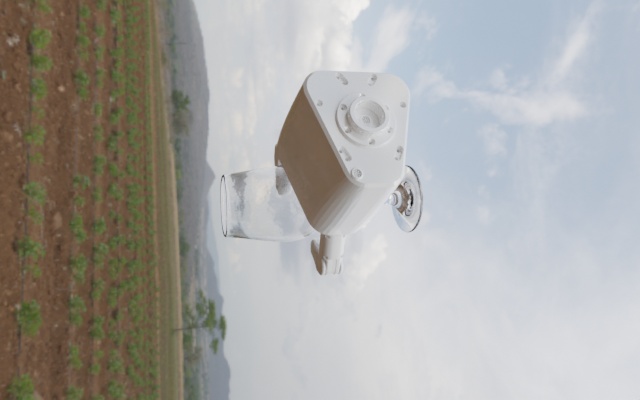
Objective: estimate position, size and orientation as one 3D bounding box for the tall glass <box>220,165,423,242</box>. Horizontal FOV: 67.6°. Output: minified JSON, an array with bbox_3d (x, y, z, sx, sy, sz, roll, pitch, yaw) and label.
[{"bbox_3d":[0.001,0.002,0.497,0.201,0.079,0.079,-2,1,-17],"label":"tall glass"}]
